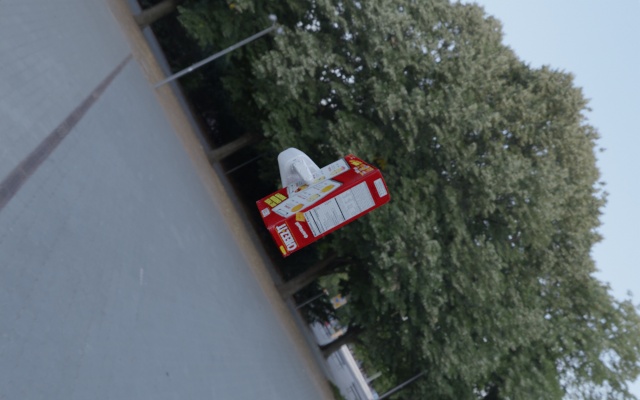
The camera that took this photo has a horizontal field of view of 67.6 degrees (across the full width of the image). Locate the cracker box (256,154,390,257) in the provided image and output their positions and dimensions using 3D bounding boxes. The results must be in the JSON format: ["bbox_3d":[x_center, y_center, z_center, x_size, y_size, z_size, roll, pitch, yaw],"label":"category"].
[{"bbox_3d":[0.000,0.003,0.875,0.213,0.072,0.164,-28,20,-5],"label":"cracker box"}]
